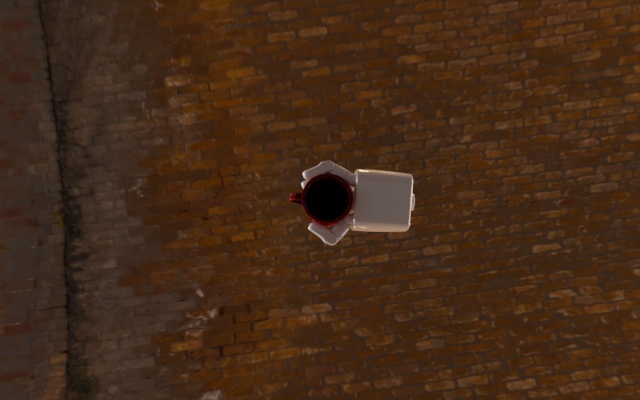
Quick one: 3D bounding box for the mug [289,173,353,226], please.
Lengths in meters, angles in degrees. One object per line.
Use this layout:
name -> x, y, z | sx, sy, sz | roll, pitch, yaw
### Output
mug -> -0.001, 0.003, 0.895 | 0.117, 0.093, 0.081 | 4, -11, 0
